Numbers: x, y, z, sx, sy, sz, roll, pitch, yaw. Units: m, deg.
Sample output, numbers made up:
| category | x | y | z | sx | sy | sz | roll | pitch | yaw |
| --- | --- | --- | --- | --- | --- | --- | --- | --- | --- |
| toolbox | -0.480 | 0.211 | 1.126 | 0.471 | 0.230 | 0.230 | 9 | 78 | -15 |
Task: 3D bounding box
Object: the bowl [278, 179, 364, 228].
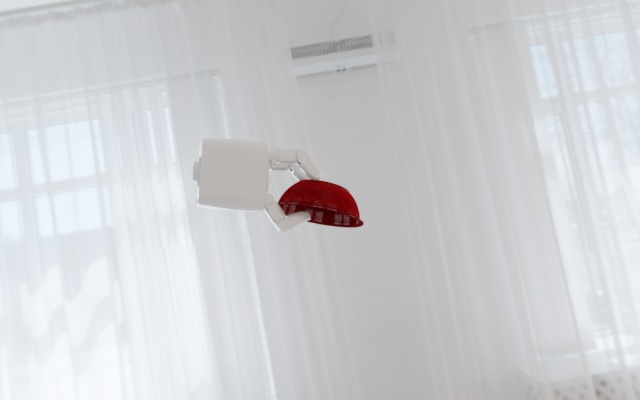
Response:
| category | x | y | z | sx | sy | sz | roll | pitch | yaw |
| --- | --- | --- | --- | --- | --- | --- | --- | --- | --- |
| bowl | 0.001 | 0.003 | 0.834 | 0.162 | 0.055 | 0.162 | 11 | -12 | 2 |
